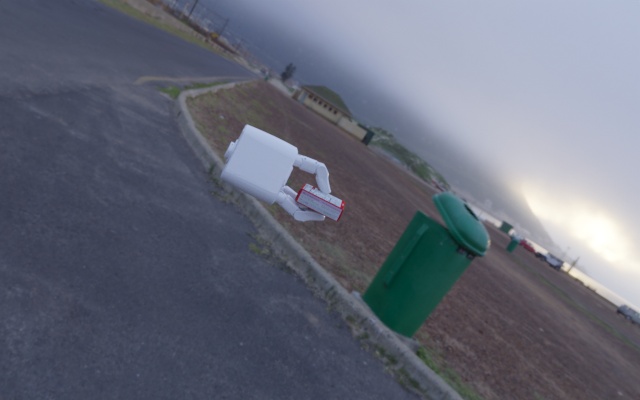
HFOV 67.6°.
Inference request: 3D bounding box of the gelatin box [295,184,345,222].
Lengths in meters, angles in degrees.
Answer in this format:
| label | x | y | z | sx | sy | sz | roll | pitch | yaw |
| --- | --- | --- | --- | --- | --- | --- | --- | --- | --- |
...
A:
| label | x | y | z | sx | sy | sz | roll | pitch | yaw |
| --- | --- | --- | --- | --- | --- | --- | --- | --- | --- |
| gelatin box | 0.001 | 0.003 | 0.893 | 0.089 | 0.030 | 0.073 | 26 | 11 | 0 |
